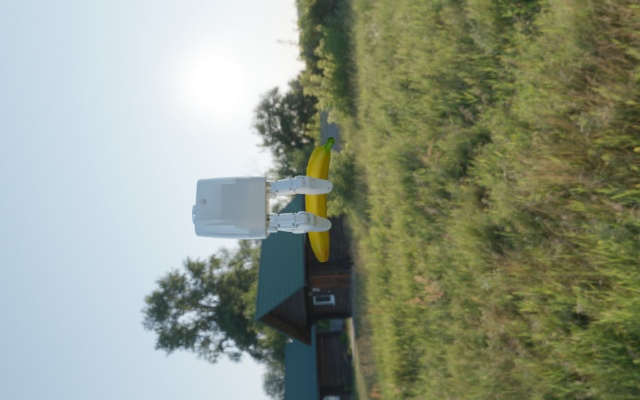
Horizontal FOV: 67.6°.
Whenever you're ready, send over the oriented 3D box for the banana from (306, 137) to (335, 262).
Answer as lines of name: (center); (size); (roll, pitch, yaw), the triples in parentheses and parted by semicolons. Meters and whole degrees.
banana: (-0.003, -0.002, 0.778); (0.037, 0.198, 0.069); (1, 2, -12)
